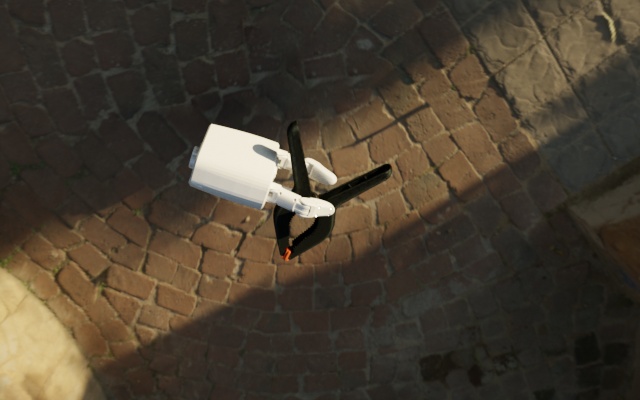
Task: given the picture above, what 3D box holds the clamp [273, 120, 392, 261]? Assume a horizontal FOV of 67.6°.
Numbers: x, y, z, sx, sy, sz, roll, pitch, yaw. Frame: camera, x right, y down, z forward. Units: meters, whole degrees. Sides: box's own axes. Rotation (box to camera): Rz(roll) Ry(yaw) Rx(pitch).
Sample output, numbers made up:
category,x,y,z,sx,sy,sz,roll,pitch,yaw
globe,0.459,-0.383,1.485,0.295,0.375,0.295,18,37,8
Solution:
category,x,y,z,sx,sy,sz,roll,pitch,yaw
clamp,0.000,0.003,0.706,0.164,0.210,0.036,17,23,-12
